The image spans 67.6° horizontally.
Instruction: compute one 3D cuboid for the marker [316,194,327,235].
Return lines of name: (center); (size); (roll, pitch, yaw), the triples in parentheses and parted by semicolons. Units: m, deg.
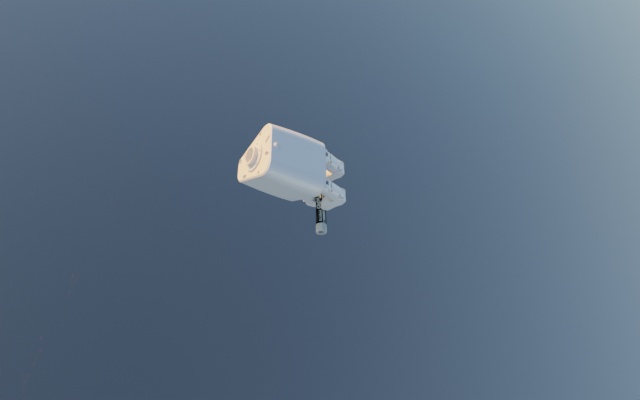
marker: (0.000, 0.003, 0.858); (0.020, 0.121, 0.020); (-1, -28, -1)
